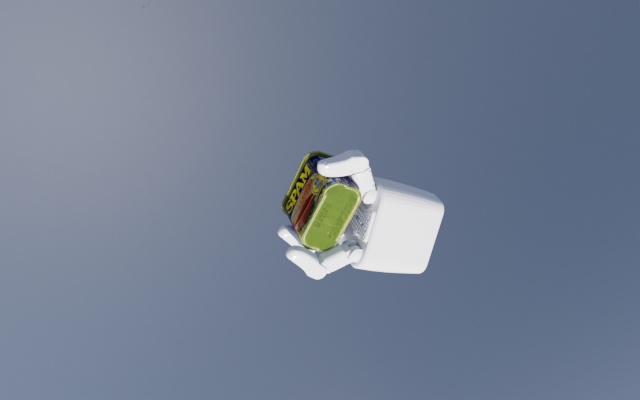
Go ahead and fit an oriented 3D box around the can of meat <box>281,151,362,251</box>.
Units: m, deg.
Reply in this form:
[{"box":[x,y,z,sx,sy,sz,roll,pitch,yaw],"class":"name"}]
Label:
[{"box":[0.000,0.002,0.604,0.057,0.102,0.084,15,24,-29],"class":"can of meat"}]
